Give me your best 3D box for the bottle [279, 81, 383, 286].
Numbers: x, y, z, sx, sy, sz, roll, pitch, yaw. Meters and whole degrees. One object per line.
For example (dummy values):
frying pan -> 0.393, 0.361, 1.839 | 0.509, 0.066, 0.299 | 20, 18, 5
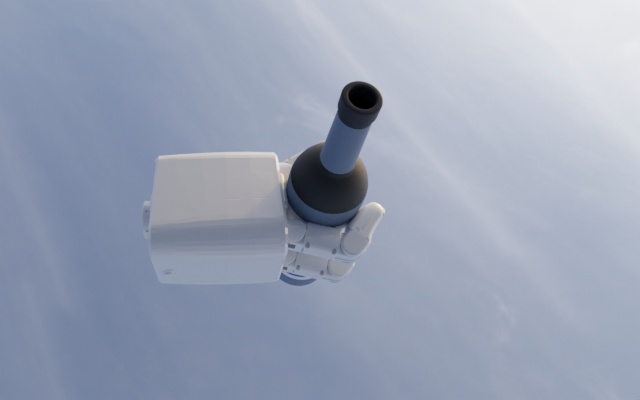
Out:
bottle -> 0.000, 0.002, 0.429 | 0.069, 0.069, 0.296 | 0, -27, -12
